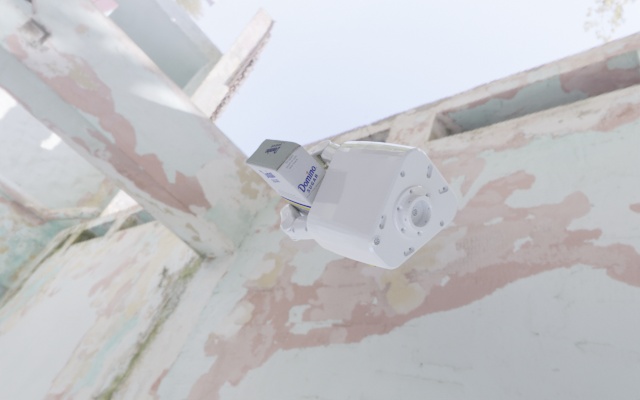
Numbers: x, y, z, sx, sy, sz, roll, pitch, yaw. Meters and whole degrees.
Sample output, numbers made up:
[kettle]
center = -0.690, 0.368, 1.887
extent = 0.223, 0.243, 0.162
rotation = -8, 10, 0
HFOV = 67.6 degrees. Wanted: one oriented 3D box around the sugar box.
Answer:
[sugar box]
center = 0.001, 0.002, 0.563
extent = 0.176, 0.048, 0.093
rotation = 47, -14, -28
